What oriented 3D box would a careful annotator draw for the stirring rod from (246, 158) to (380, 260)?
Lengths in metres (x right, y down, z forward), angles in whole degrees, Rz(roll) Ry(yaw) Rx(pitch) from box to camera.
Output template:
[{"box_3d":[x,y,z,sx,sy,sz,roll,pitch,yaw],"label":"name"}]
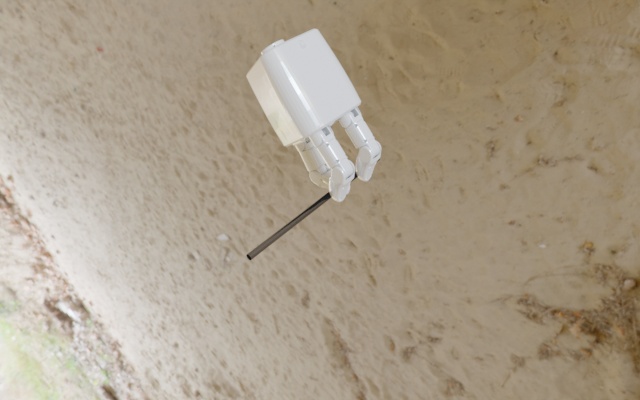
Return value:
[{"box_3d":[0.000,0.002,0.591,0.239,0.011,0.011,-38,23,-34],"label":"stirring rod"}]
